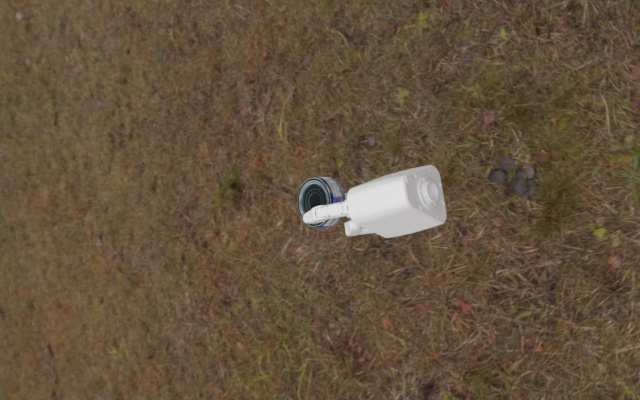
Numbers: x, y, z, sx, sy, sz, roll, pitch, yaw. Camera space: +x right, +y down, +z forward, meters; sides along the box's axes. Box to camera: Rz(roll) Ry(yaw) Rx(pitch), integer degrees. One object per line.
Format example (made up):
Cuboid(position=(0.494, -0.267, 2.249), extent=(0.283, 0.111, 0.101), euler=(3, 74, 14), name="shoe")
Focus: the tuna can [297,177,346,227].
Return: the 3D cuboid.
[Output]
Cuboid(position=(0.000, 0.003, 0.803), extent=(0.034, 0.086, 0.086), euler=(-1, 1, -44), name="tuna can")
